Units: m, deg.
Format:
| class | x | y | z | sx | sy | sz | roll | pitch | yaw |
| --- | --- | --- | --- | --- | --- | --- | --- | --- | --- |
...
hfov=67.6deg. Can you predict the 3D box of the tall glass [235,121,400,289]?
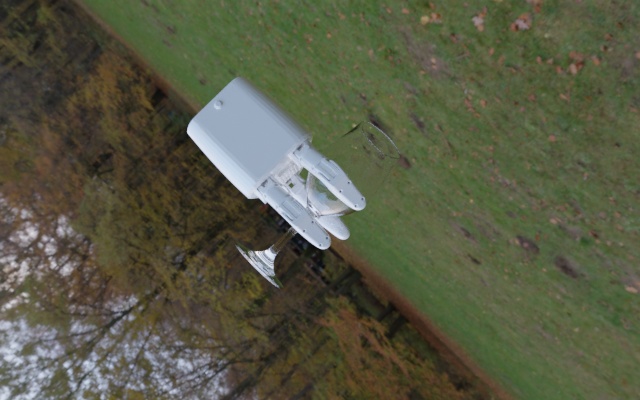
| class | x | y | z | sx | sy | sz | roll | pitch | yaw |
| --- | --- | --- | --- | --- | --- | --- | --- | --- | --- |
| tall glass | 0.000 | 0.002 | 0.541 | 0.079 | 0.201 | 0.079 | 44 | -5 | 5 |
